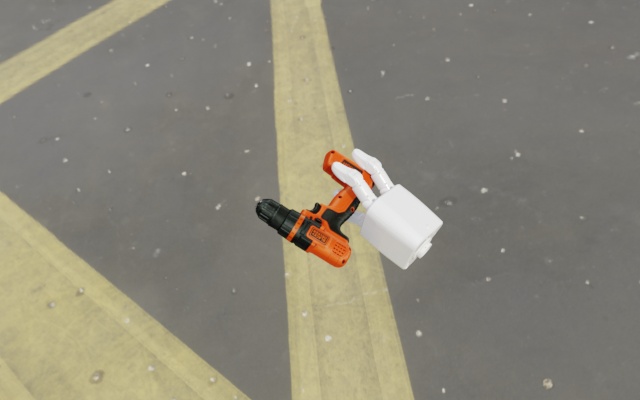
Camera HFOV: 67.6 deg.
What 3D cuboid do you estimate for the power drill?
[{"bbox_3d":[0.001,0.003,0.853,0.184,0.187,0.057,33,-24,-4],"label":"power drill"}]
